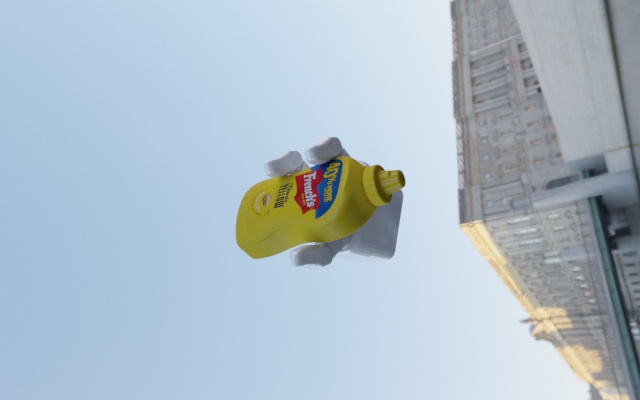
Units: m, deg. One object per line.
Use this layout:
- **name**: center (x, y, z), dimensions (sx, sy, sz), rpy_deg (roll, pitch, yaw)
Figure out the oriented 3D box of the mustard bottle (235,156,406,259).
- **mustard bottle**: center (0.000, 0.002, 0.510), dimensions (0.191, 0.096, 0.058), rpy_deg (-16, -47, 30)
